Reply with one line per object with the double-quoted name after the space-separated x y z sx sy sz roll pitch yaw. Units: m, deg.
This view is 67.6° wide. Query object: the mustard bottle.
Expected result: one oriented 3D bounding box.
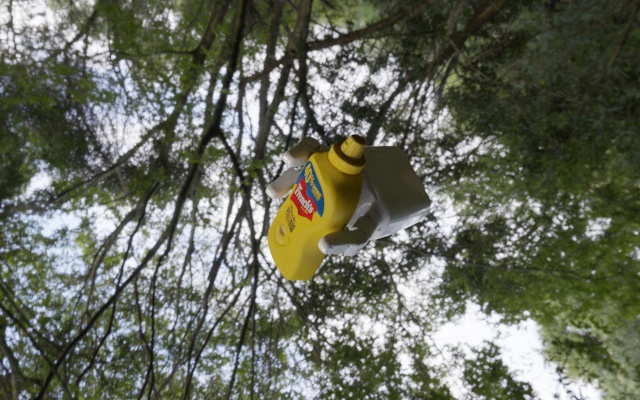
0.000 0.002 0.557 0.058 0.096 0.192 9 -49 -29 "mustard bottle"
